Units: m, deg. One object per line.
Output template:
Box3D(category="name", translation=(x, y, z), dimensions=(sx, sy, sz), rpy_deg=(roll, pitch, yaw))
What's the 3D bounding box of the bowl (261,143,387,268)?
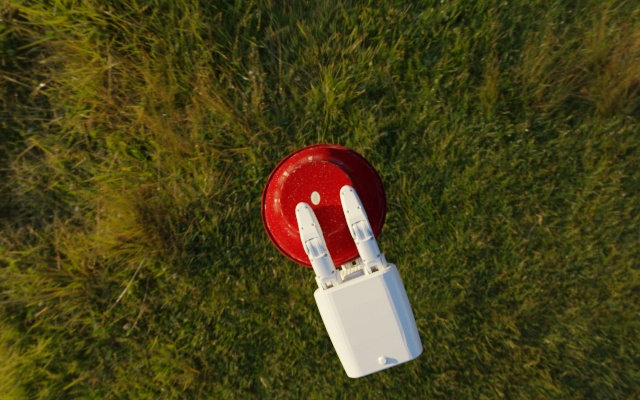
Box3D(category="bowl", translation=(-0.001, 0.001, 0.584), dimensions=(0.162, 0.162, 0.055), rpy_deg=(0, -9, 8))
